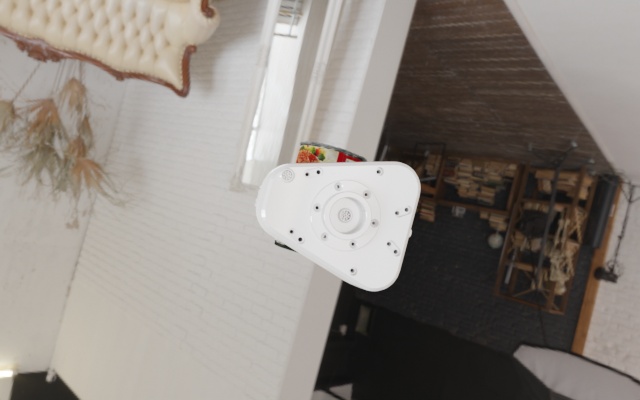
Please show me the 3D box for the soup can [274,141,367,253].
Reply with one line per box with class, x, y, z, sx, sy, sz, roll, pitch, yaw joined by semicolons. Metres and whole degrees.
soup can;0.000;0.002;0.463;0.068;0.102;0.068;15;-2;1
